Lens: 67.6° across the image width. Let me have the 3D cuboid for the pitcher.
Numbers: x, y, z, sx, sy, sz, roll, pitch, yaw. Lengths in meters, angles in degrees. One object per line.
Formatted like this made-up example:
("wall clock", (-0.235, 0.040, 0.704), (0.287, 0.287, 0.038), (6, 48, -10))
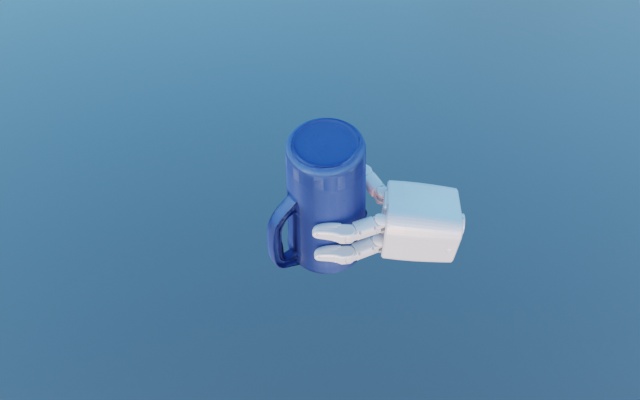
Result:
("pitcher", (0.000, 0.002, 0.718), (0.145, 0.149, 0.243), (7, -37, 7))
